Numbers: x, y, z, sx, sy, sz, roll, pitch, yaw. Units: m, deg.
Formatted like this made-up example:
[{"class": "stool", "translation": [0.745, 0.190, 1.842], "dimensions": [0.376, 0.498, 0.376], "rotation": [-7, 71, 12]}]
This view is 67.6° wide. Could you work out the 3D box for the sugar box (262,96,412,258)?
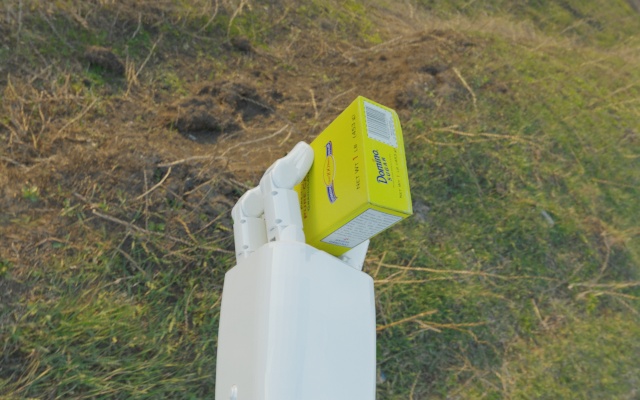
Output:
[{"class": "sugar box", "translation": [0.000, 0.001, 0.405], "dimensions": [0.048, 0.093, 0.176], "rotation": [16, -33, -30]}]
